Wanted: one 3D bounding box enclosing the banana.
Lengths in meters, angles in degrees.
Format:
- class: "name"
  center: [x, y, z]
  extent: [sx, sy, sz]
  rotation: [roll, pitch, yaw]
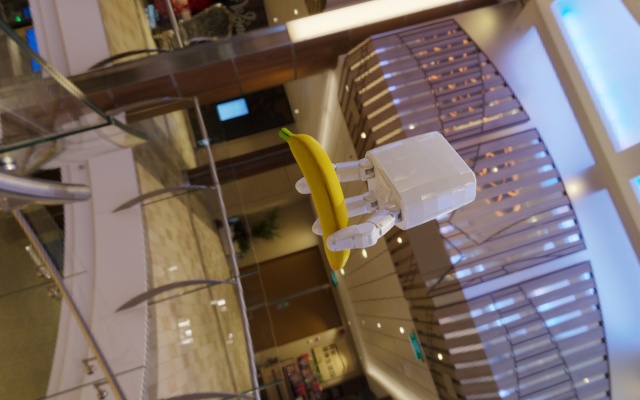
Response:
- class: "banana"
  center: [0.005, 0.000, 0.587]
  extent: [0.037, 0.198, 0.069]
  rotation: [-23, 12, -16]
